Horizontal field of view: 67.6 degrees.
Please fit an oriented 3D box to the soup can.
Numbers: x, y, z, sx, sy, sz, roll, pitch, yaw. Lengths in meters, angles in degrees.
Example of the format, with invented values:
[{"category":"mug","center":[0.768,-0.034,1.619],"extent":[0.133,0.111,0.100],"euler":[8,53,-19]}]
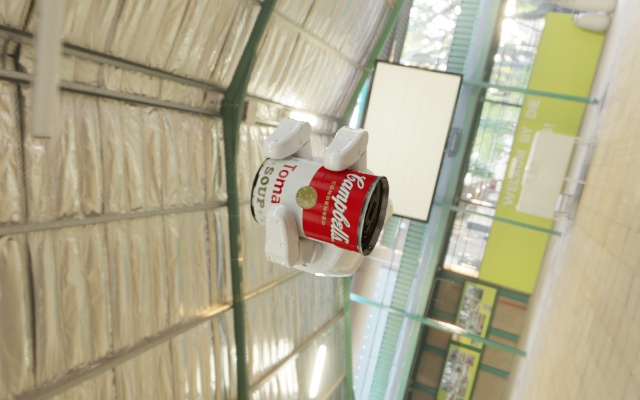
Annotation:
[{"category":"soup can","center":[0.000,0.001,0.410],"extent":[0.102,0.068,0.068],"euler":[14,5,21]}]
